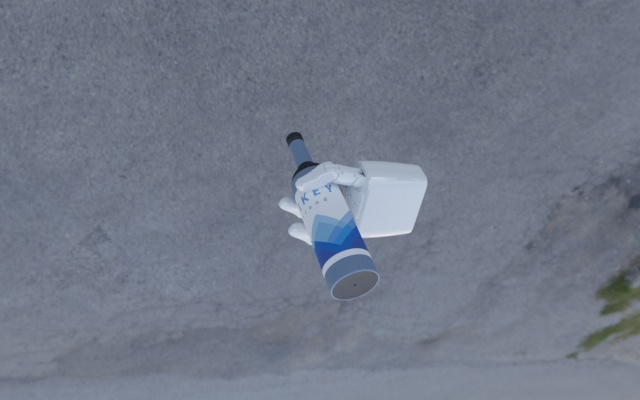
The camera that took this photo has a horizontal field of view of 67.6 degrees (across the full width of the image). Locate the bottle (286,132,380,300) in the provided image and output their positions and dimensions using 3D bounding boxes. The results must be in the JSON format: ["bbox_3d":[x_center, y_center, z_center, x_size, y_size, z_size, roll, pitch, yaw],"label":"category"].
[{"bbox_3d":[0.000,0.002,0.694,0.069,0.295,0.069,-13,-40,-11],"label":"bottle"}]
